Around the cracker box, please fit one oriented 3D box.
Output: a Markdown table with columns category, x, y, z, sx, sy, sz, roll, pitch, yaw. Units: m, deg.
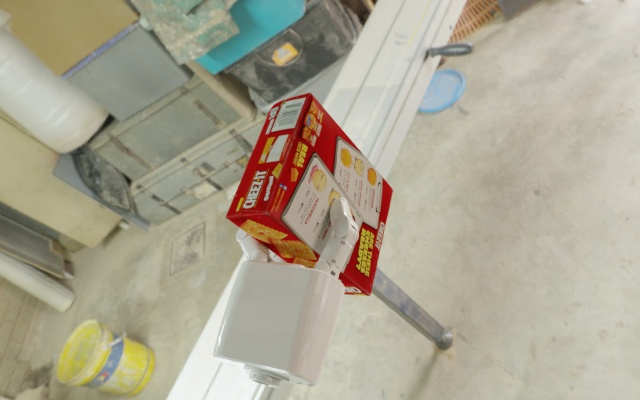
| category | x | y | z | sx | sy | sz | roll | pitch | yaw |
| --- | --- | --- | --- | --- | --- | --- | --- | --- | --- |
| cracker box | 0.000 | 0.002 | 0.592 | 0.072 | 0.164 | 0.214 | -5 | -34 | 37 |
